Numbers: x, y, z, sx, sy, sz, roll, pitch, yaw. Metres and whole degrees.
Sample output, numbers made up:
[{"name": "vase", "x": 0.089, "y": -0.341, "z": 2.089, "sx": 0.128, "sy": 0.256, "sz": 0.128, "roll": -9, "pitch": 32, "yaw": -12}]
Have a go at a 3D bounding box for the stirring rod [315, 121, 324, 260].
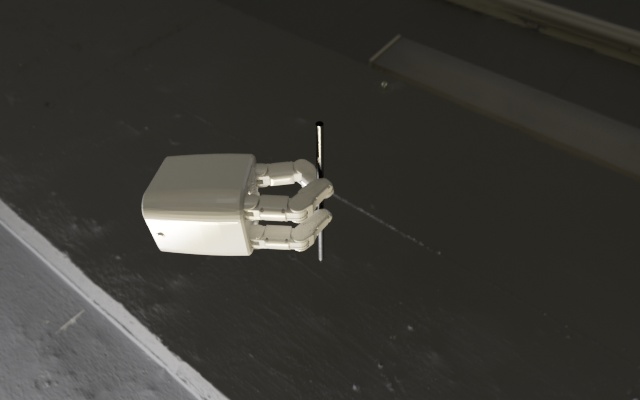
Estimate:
[{"name": "stirring rod", "x": 0.000, "y": 0.002, "z": 0.556, "sx": 0.011, "sy": 0.011, "sz": 0.240, "roll": 0, "pitch": -39, "yaw": 1}]
